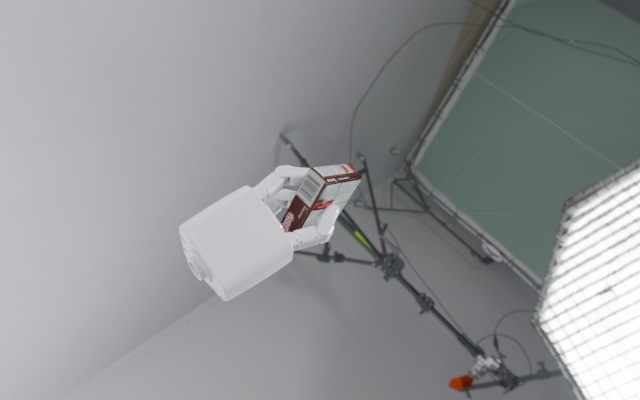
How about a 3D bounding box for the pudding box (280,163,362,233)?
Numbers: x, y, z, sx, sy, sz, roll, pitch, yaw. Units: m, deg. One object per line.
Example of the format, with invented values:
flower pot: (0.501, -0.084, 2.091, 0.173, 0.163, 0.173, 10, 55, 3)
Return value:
pudding box: (0.000, 0.002, 0.694, 0.039, 0.113, 0.090, 46, 33, 23)
